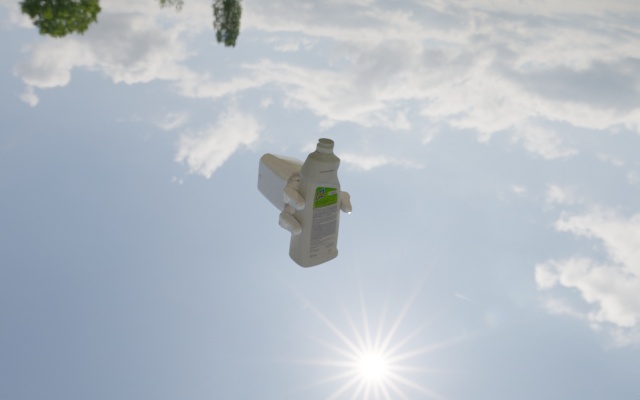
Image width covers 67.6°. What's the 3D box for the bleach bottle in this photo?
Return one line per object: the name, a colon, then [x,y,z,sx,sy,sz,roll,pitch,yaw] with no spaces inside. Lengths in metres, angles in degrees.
bleach bottle: [0.000,0.003,0.900,0.102,0.251,0.068,-16,37,-38]
